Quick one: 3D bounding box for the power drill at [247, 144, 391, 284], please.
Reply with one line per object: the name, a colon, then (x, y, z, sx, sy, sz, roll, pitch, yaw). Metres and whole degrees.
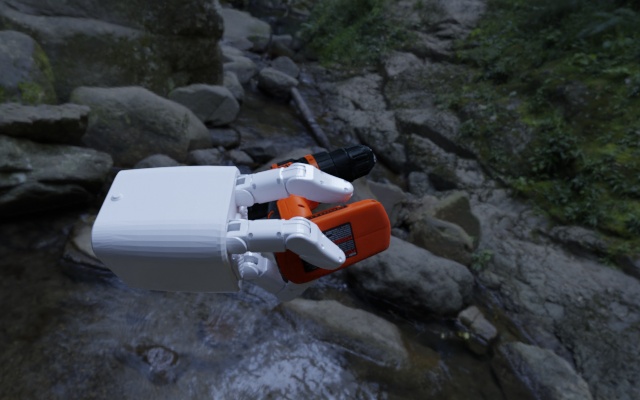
power drill: (0.000, 0.002, 0.498, 0.184, 0.057, 0.187, -22, 25, -10)
